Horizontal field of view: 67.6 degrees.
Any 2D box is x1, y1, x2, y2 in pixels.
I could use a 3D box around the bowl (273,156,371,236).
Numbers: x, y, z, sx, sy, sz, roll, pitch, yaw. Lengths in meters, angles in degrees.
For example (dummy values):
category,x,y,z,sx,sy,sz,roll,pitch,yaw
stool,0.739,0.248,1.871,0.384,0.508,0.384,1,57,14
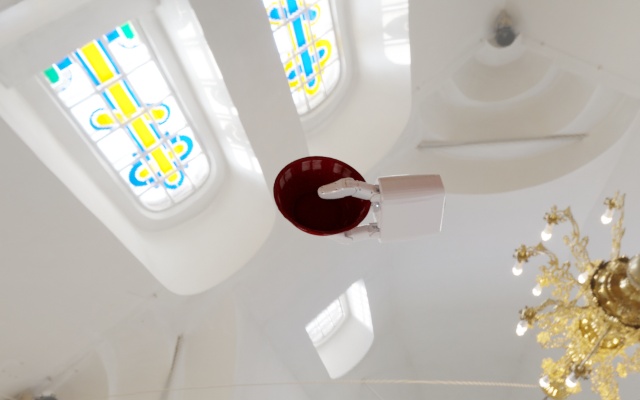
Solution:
category,x,y,z,sx,sy,sz,roll,pitch,yaw
bowl,-0.001,0.003,0.795,0.162,0.162,0.055,0,-37,-10
